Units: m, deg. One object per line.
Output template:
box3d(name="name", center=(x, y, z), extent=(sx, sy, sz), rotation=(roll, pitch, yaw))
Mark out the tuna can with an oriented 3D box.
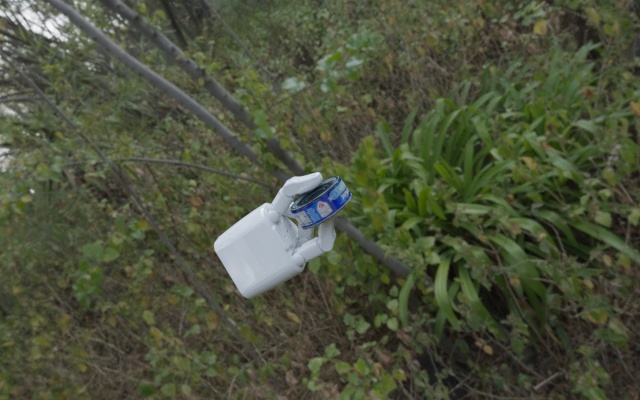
box3d(name="tuna can", center=(0.000, 0.002, 0.672), extent=(0.086, 0.034, 0.086), rotation=(-32, 12, 8))
